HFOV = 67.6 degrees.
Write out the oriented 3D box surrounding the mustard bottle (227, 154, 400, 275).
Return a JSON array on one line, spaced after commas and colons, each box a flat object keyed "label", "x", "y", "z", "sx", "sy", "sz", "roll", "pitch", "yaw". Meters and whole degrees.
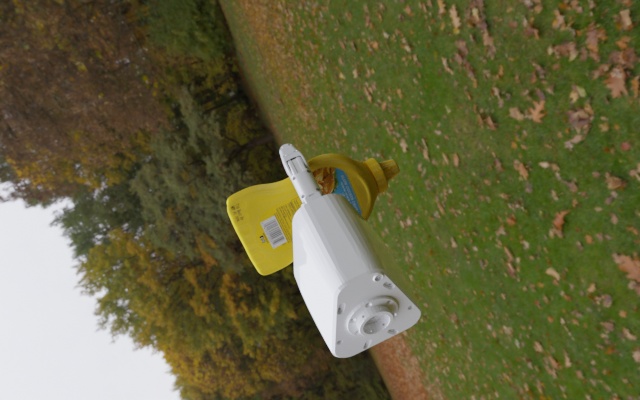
[{"label": "mustard bottle", "x": 0.000, "y": 0.002, "z": 0.533, "sx": 0.191, "sy": 0.096, "sz": 0.058, "roll": -25, "pitch": 18, "yaw": -4}]
